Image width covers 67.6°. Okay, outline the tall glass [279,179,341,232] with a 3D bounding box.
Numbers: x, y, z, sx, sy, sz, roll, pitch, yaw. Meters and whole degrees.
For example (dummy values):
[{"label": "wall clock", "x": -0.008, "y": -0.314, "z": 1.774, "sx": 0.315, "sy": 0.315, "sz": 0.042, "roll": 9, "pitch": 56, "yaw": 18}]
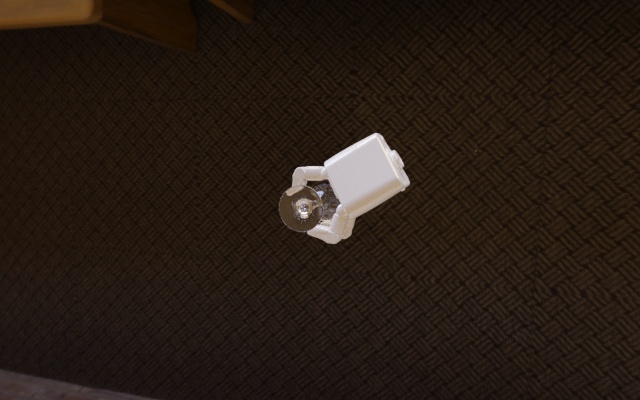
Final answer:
[{"label": "tall glass", "x": 0.000, "y": 0.003, "z": 0.842, "sx": 0.079, "sy": 0.079, "sz": 0.201, "roll": 0, "pitch": 6, "yaw": 18}]
